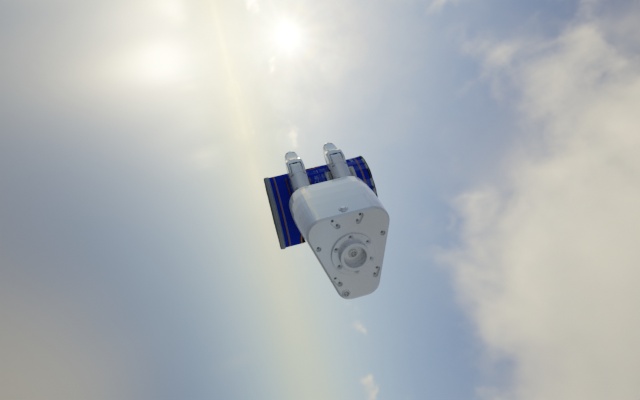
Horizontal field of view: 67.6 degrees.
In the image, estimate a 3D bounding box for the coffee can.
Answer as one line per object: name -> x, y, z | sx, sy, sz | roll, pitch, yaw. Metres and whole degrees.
coffee can -> 0.000, 0.002, 0.670 | 0.140, 0.103, 0.103 | -14, 2, -7
